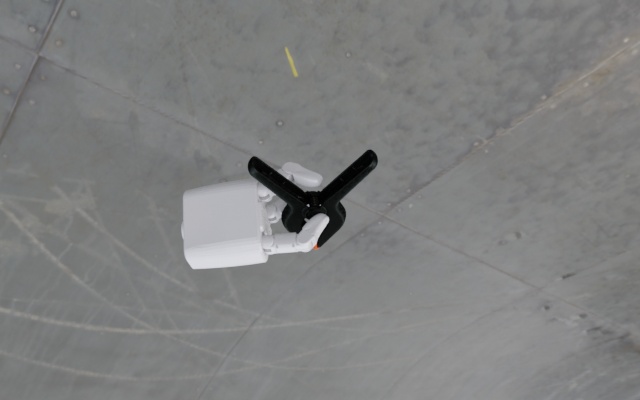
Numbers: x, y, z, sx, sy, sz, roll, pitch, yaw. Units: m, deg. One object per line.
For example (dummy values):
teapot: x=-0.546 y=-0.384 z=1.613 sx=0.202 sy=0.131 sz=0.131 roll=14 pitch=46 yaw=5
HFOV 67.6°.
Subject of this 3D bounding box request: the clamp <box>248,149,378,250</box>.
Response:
clamp: x=0.000 y=0.003 z=0.673 sx=0.164 sy=0.036 sz=0.210 roll=-7 pitch=-37 yaw=3
